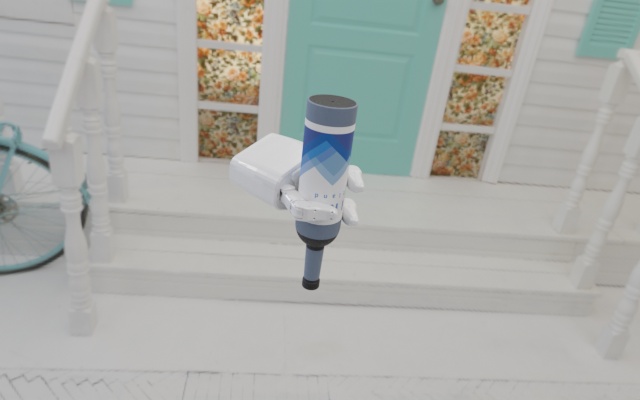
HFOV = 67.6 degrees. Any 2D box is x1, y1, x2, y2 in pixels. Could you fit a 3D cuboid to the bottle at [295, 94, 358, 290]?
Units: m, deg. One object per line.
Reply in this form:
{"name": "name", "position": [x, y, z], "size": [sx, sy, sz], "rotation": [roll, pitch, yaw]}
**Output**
{"name": "bottle", "position": [0.000, 0.002, 0.682], "size": [0.069, 0.296, 0.069], "rotation": [6, 27, -3]}
